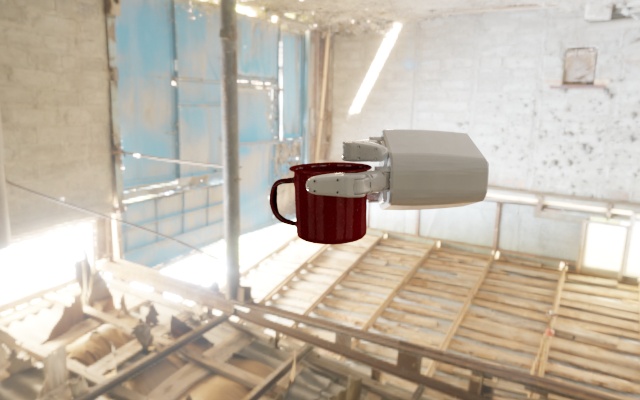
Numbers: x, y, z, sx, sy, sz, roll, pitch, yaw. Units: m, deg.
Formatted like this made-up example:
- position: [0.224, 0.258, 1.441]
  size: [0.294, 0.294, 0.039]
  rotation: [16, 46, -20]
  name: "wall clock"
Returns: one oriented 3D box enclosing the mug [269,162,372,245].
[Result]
- position: [-0.001, 0.002, 0.544]
  size: [0.117, 0.081, 0.093]
  rotation: [-1, 11, 1]
  name: "mug"
